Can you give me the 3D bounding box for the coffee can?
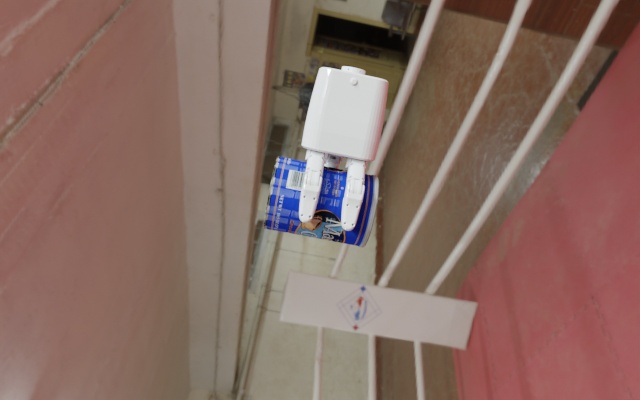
[{"bbox_3d":[0.000,0.002,0.662,0.140,0.103,0.103,11,-1,-3],"label":"coffee can"}]
